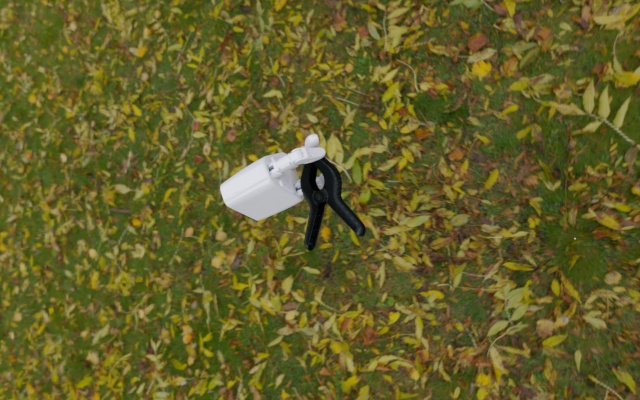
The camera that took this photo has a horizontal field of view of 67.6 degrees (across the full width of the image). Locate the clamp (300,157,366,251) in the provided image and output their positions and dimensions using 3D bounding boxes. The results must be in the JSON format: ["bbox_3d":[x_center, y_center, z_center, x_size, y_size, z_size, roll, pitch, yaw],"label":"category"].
[{"bbox_3d":[0.000,0.003,0.829,0.120,0.171,0.039,-27,-16,23],"label":"clamp"}]
